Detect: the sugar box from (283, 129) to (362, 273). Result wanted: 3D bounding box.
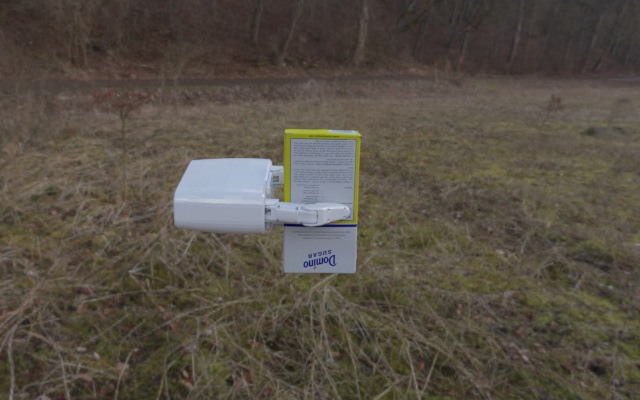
[{"bbox_3d":[0.000,0.002,0.596,0.093,0.176,0.048,1,16,-3],"label":"sugar box"}]
